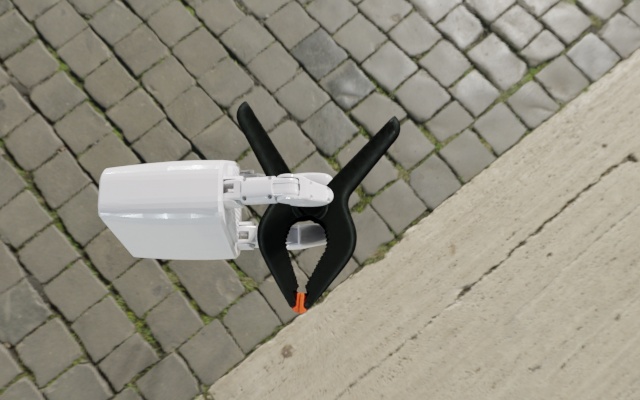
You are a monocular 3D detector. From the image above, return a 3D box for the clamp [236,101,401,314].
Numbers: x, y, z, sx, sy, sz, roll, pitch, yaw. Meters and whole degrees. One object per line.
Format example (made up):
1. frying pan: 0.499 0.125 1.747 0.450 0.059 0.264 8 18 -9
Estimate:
1. clamp: 0.000 0.002 0.462 0.164 0.210 0.036 -1 -13 -1
